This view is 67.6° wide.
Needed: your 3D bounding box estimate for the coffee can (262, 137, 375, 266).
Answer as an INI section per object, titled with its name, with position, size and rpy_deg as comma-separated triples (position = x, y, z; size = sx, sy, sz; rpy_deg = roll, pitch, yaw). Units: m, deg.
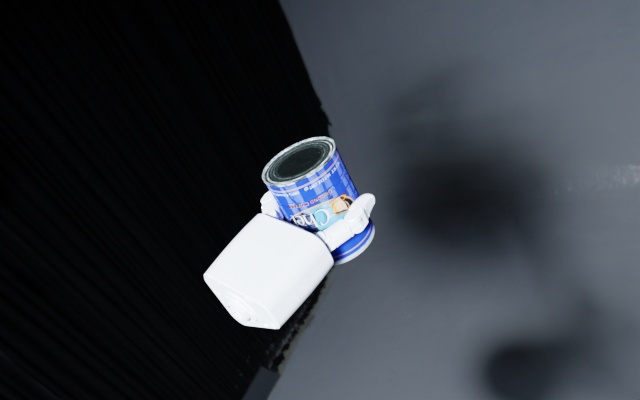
[coffee can]
position = 0.000, 0.002, 0.634
size = 0.103, 0.140, 0.102
rpy_deg = -20, 31, 13
